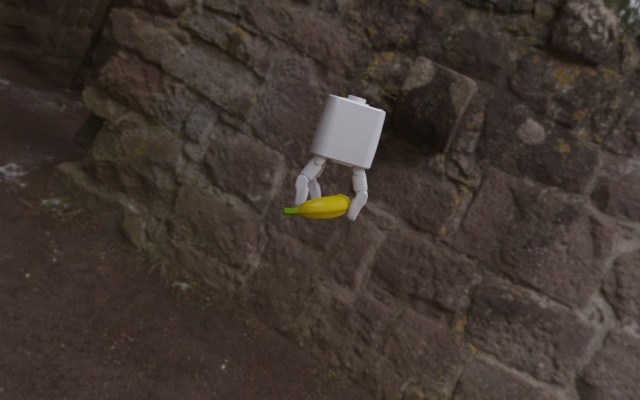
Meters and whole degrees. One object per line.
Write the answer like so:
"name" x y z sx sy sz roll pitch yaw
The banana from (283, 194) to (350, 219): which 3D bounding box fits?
"banana" 0.014 0.007 0.865 0.069 0.037 0.198 15 11 28
